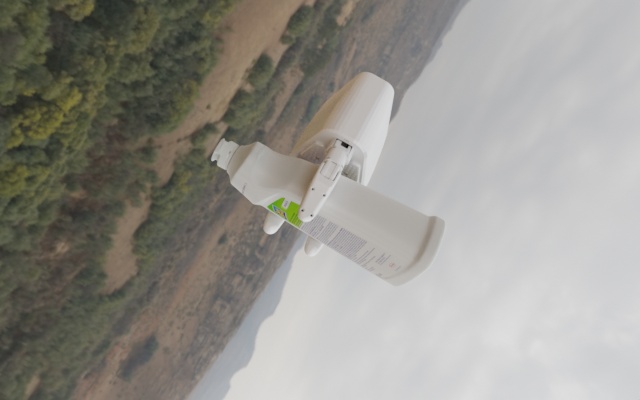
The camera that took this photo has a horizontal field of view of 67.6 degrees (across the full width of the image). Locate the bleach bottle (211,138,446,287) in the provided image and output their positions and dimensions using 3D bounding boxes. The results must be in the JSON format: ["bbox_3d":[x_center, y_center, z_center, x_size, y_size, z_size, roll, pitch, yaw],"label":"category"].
[{"bbox_3d":[0.000,0.002,0.516,0.251,0.068,0.103,29,-30,-2],"label":"bleach bottle"}]
